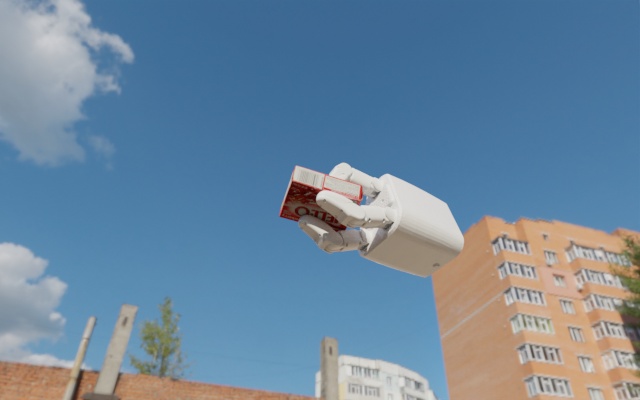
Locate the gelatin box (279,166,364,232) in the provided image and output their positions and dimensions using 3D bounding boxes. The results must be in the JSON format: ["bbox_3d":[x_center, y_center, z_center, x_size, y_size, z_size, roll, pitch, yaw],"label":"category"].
[{"bbox_3d":[0.000,0.002,0.597,0.089,0.030,0.073,17,-42,-7],"label":"gelatin box"}]
